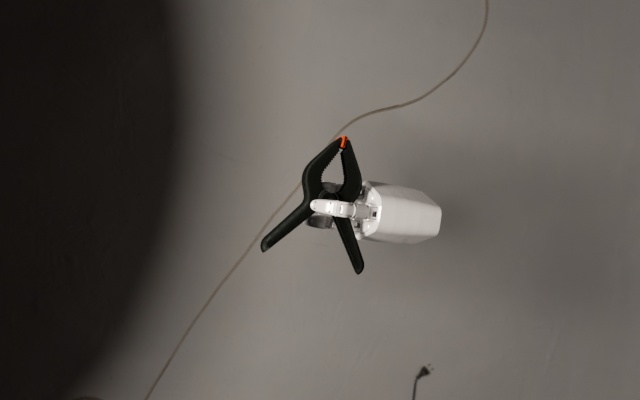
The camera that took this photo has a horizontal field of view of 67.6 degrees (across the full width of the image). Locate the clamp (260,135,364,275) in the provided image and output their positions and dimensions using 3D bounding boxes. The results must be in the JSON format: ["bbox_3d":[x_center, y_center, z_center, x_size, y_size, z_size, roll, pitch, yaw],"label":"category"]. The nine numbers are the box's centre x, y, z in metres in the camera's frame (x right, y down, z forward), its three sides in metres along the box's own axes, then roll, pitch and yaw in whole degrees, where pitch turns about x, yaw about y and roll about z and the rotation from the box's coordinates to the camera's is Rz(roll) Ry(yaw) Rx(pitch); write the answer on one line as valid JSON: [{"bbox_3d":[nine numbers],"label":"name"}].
[{"bbox_3d":[0.001,0.002,0.730,0.164,0.210,0.036,8,1,-12],"label":"clamp"}]
